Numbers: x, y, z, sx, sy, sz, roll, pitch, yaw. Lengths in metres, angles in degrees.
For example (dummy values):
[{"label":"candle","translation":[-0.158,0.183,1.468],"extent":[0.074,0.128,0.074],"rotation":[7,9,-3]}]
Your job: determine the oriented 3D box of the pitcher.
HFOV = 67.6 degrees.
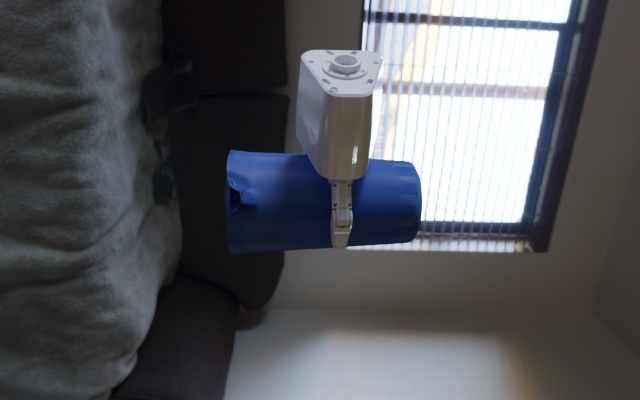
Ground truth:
[{"label":"pitcher","translation":[0.000,0.002,0.628],"extent":[0.243,0.145,0.149],"rotation":[0,41,-4]}]
